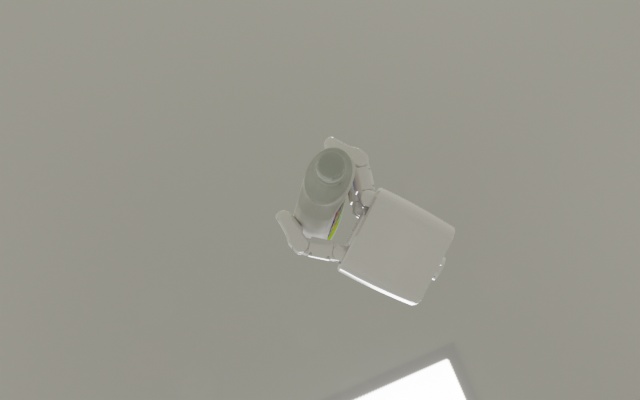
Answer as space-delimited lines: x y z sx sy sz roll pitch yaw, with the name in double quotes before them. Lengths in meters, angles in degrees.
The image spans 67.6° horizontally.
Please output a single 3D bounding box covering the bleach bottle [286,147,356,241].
"bleach bottle" 0.000 0.002 0.608 0.068 0.102 0.251 25 -15 3
